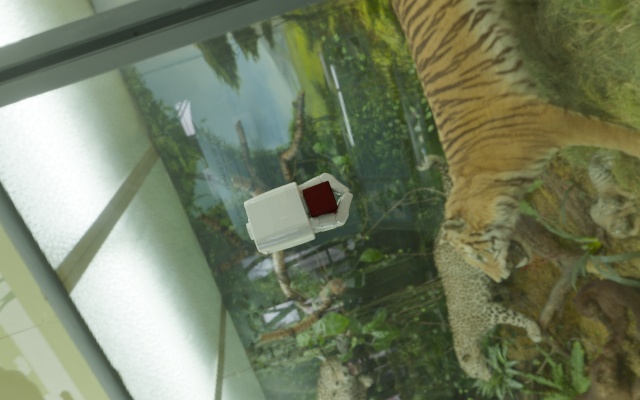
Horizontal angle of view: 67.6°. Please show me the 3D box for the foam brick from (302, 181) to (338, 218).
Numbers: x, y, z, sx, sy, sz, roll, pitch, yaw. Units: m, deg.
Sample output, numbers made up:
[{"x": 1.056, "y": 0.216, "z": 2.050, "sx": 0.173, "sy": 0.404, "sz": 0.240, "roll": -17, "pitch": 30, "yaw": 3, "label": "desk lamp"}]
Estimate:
[{"x": 0.000, "y": 0.003, "z": 0.882, "sx": 0.051, "sy": 0.053, "sz": 0.078, "roll": -20, "pitch": -11, "yaw": -2, "label": "foam brick"}]
